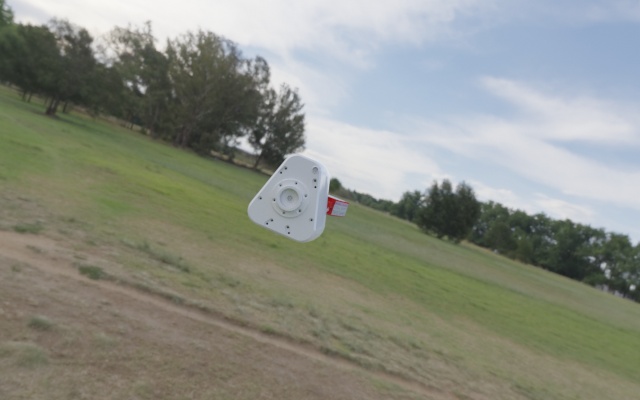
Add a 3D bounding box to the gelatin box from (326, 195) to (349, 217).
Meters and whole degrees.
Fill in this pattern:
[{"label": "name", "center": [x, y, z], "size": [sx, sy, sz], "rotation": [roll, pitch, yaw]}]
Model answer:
[{"label": "gelatin box", "center": [0.000, 0.002, 0.795], "size": [0.073, 0.030, 0.089], "rotation": [20, 3, 17]}]
